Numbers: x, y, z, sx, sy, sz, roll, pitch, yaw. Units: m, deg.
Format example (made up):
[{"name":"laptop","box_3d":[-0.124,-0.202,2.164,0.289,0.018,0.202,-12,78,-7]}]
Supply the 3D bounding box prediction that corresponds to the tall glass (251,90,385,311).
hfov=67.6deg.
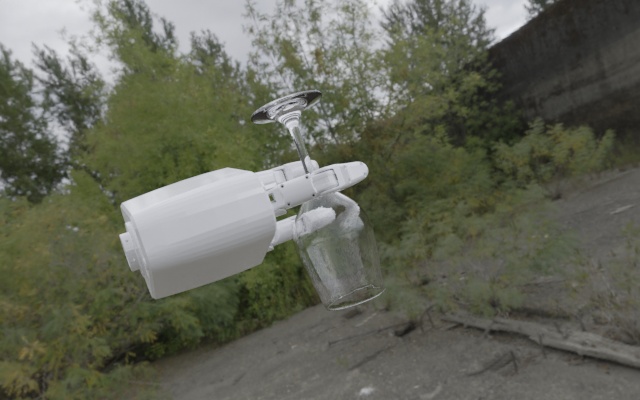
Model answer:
[{"name":"tall glass","box_3d":[0.000,0.001,0.465,0.079,0.201,0.079,-20,-2,-1]}]
